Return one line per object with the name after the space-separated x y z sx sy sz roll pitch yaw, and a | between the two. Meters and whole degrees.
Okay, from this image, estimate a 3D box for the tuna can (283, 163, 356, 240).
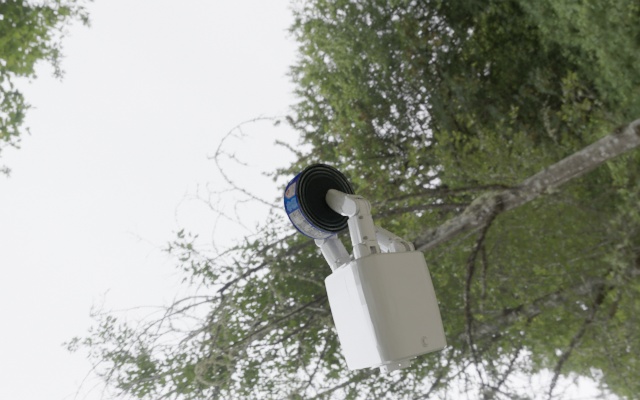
0.000 0.002 0.562 0.086 0.086 0.034 0 -20 -37 | tuna can
